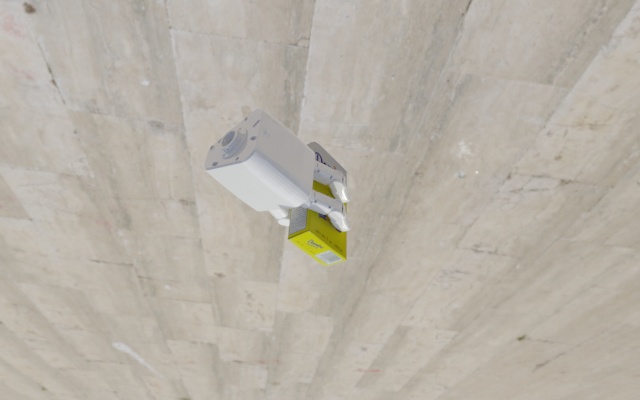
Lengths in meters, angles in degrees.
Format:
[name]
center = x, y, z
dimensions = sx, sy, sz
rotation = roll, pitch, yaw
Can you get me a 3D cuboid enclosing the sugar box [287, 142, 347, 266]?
[sugar box]
center = 0.000, 0.002, 0.727
dimensions = 0.048, 0.176, 0.093
rotation = -22, -44, 30
